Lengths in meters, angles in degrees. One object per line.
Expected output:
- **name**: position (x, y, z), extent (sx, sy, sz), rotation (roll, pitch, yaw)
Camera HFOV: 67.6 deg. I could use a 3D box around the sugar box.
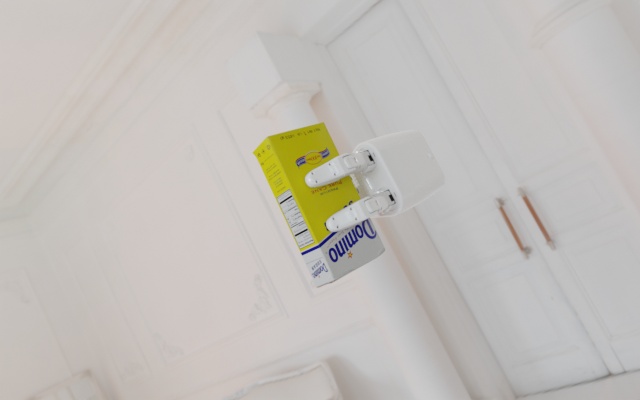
- **sugar box**: position (0.000, 0.001, 0.559), extent (0.093, 0.176, 0.048), rotation (-23, -8, -40)
